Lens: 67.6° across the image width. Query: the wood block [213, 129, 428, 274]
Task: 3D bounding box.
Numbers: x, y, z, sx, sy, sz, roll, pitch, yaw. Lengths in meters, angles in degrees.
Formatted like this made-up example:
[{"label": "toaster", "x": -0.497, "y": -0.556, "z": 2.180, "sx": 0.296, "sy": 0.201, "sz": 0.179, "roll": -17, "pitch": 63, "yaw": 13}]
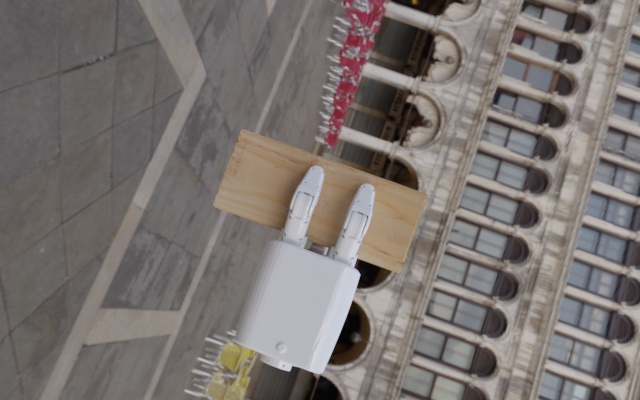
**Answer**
[{"label": "wood block", "x": 0.000, "y": 0.002, "z": 0.536, "sx": 0.206, "sy": 0.090, "sz": 0.091, "roll": 20, "pitch": -3, "yaw": 2}]
